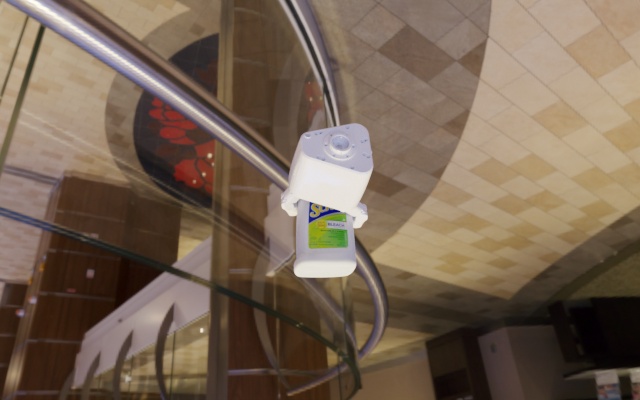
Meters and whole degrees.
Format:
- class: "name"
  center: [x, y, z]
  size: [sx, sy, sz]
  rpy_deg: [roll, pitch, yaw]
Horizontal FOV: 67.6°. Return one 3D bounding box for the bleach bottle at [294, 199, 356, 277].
- class: "bleach bottle"
  center: [0.000, 0.003, 0.817]
  size: [0.102, 0.250, 0.068]
  rpy_deg: [1, -30, -11]
